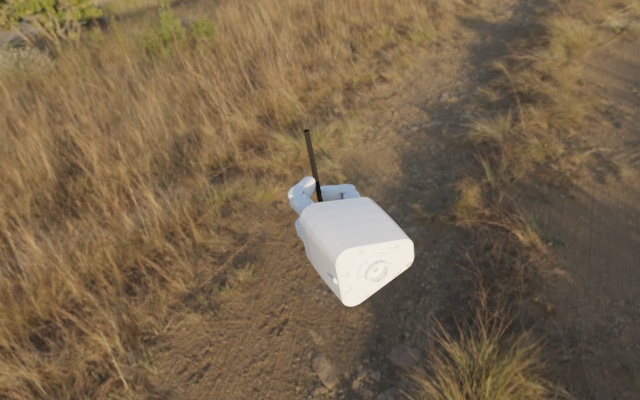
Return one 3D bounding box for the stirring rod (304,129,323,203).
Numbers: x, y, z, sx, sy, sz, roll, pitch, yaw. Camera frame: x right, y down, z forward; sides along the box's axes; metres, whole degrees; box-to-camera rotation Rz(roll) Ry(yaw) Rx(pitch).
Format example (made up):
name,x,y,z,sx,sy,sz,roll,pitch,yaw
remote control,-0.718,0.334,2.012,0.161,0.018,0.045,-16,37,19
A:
name,x,y,z,sx,sy,sz,roll,pitch,yaw
stirring rod,0.000,0.002,0.716,0.011,0.240,0.011,-8,35,5
